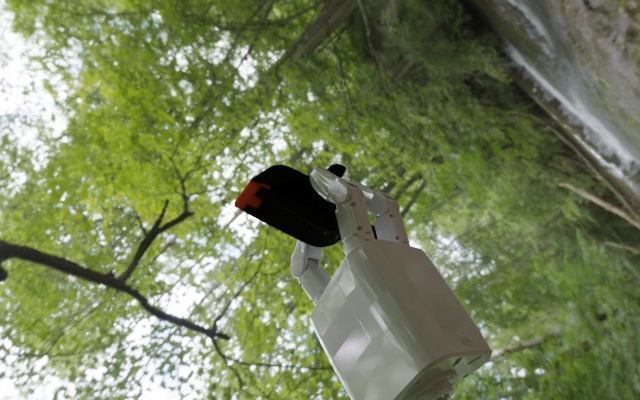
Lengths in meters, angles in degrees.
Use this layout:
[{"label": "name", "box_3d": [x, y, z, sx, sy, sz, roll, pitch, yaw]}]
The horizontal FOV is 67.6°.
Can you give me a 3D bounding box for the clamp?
[{"label": "clamp", "box_3d": [-0.001, 0.002, 0.467, 0.210, 0.036, 0.164, 16, 30, -45]}]
